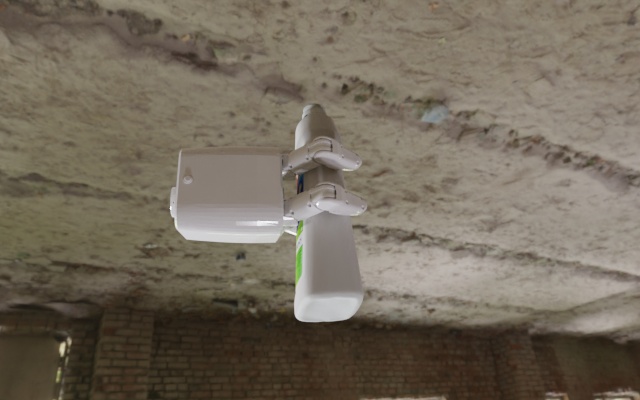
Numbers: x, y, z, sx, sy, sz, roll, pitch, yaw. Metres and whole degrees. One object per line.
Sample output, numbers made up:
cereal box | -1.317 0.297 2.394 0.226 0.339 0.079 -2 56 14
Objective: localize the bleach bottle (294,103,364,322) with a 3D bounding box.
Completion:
bleach bottle | 0.000 0.002 0.546 0.068 0.250 0.103 0 -28 -8
